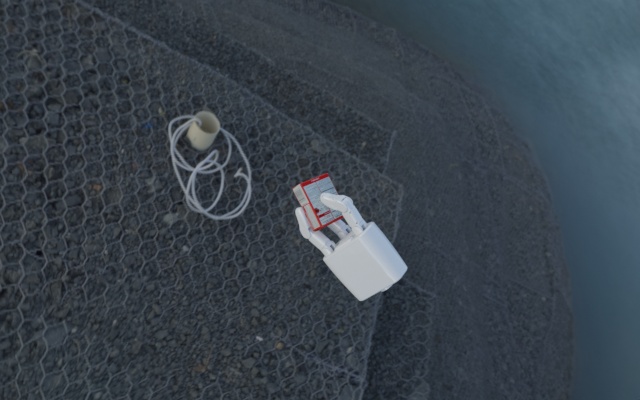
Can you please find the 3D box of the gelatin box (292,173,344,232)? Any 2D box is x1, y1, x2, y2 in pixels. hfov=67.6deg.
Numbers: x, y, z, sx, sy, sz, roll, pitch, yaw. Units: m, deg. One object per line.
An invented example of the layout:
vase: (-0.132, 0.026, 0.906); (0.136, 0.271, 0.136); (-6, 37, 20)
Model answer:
gelatin box: (0.000, 0.002, 0.867); (0.073, 0.089, 0.030); (-24, -3, -41)
